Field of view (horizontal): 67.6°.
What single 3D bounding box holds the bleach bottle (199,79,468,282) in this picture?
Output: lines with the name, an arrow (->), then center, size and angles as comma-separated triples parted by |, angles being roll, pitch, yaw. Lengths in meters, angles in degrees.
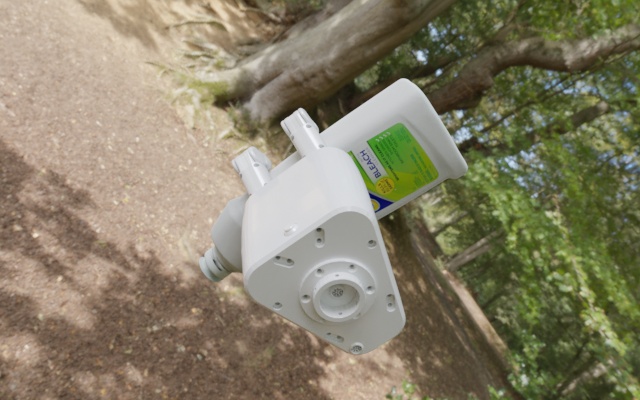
bleach bottle -> 0.000, 0.001, 0.439 | 0.251, 0.103, 0.068 | -35, 25, 9
